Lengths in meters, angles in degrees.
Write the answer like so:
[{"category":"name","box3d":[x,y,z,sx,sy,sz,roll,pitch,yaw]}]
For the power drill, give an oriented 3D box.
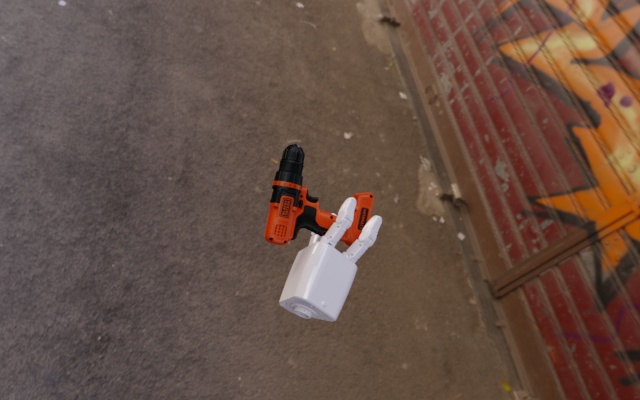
[{"category":"power drill","box3d":[0.001,0.003,0.877,0.187,0.184,0.057,13,-4,-15]}]
